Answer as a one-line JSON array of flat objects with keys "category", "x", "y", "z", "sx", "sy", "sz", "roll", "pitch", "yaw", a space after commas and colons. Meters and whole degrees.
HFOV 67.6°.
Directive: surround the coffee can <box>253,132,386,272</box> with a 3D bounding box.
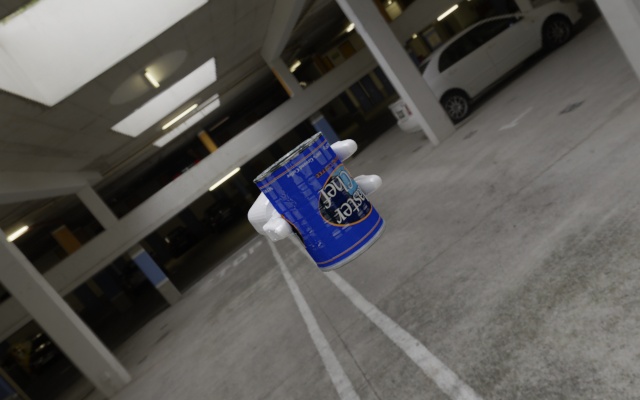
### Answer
[{"category": "coffee can", "x": 0.000, "y": 0.002, "z": 0.590, "sx": 0.103, "sy": 0.140, "sz": 0.102, "roll": -35, "pitch": 10, "yaw": 7}]
